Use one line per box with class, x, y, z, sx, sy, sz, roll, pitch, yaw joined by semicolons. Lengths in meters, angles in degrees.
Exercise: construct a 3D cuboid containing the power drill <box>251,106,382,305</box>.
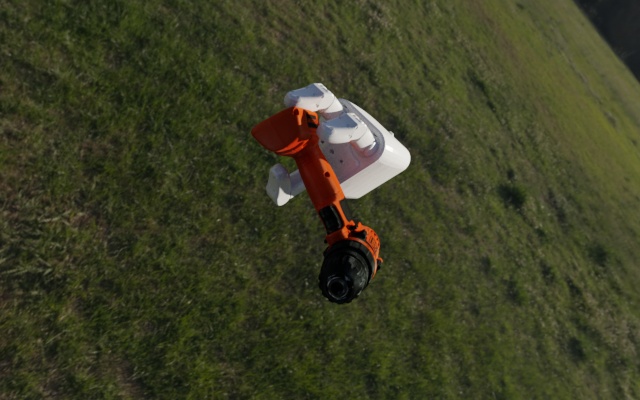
power drill;0.000;0.001;0.482;0.057;0.187;0.184;-25;1;11
